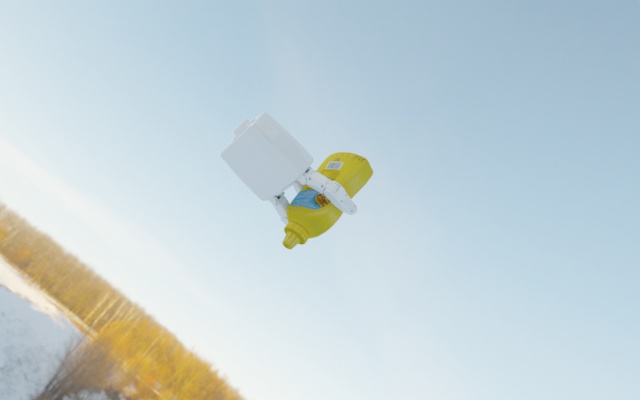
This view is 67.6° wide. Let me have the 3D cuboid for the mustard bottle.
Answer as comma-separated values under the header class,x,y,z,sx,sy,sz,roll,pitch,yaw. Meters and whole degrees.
class,x,y,z,sx,sy,sz,roll,pitch,yaw
mustard bottle,0.000,0.003,0.771,0.096,0.058,0.191,9,50,43
